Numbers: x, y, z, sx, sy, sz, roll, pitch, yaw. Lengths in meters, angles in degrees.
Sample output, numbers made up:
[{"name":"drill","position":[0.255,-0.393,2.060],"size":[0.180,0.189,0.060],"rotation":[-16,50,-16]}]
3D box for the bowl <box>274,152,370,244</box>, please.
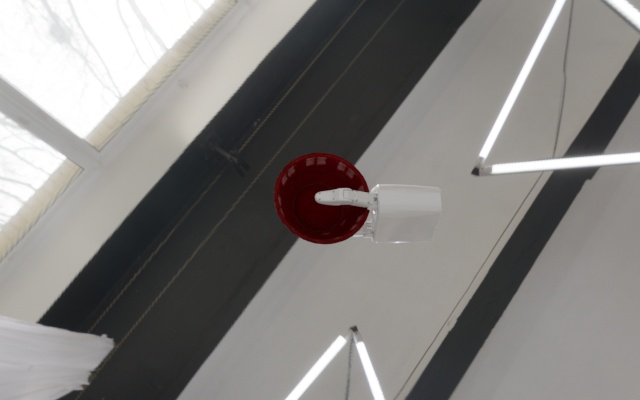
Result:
[{"name":"bowl","position":[-0.001,0.002,0.807],"size":[0.162,0.162,0.055],"rotation":[0,-20,-10]}]
